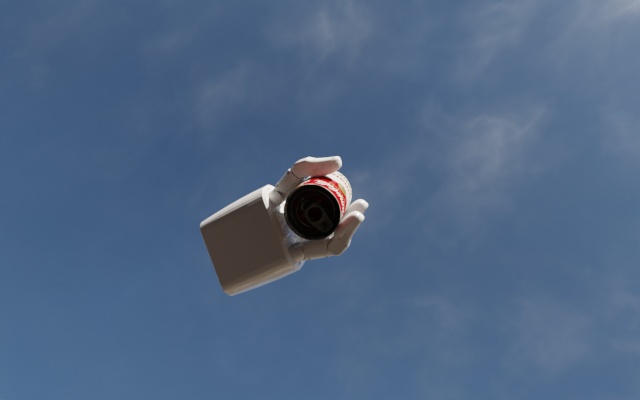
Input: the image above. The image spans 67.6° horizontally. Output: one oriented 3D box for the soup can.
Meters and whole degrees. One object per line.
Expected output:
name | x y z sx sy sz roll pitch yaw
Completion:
soup can | 0.001 0.002 0.598 0.068 0.068 0.102 0 14 12
